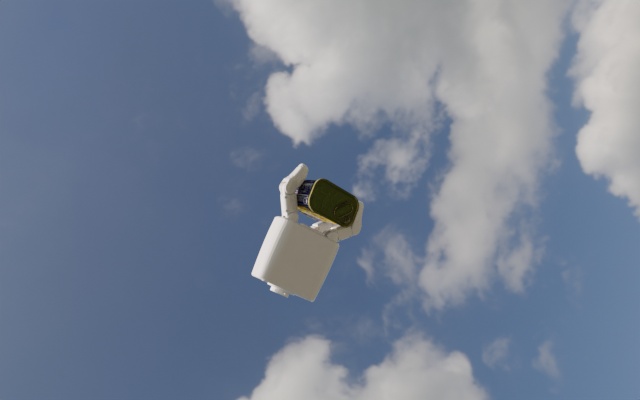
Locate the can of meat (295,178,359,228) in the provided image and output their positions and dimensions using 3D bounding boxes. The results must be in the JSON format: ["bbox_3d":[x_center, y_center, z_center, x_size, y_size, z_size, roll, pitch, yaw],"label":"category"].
[{"bbox_3d":[0.000,0.003,0.816,0.102,0.057,0.084,28,-13,-33],"label":"can of meat"}]
